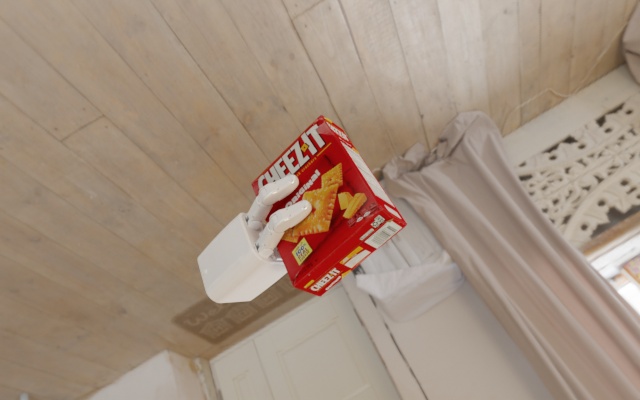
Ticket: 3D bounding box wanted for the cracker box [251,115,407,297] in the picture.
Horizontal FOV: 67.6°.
[{"bbox_3d":[0.000,0.002,0.693,0.164,0.213,0.072,-42,-41,16],"label":"cracker box"}]
